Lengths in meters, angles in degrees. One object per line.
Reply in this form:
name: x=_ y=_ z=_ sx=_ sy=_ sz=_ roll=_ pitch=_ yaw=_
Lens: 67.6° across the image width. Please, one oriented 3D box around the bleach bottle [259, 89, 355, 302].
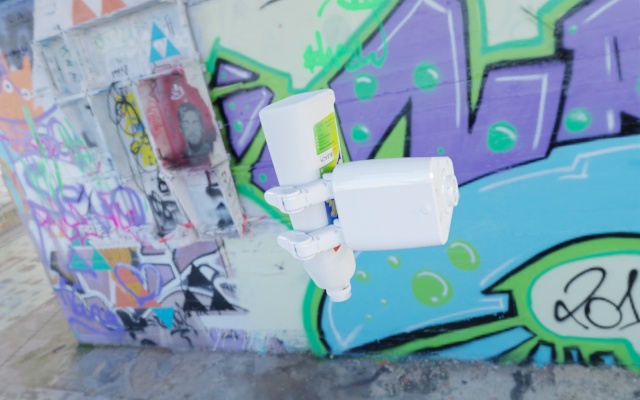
bleach bottle: x=0.000 y=0.002 z=0.574 sx=0.068 sy=0.251 sz=0.102 roll=-4 pitch=20 yaw=26
